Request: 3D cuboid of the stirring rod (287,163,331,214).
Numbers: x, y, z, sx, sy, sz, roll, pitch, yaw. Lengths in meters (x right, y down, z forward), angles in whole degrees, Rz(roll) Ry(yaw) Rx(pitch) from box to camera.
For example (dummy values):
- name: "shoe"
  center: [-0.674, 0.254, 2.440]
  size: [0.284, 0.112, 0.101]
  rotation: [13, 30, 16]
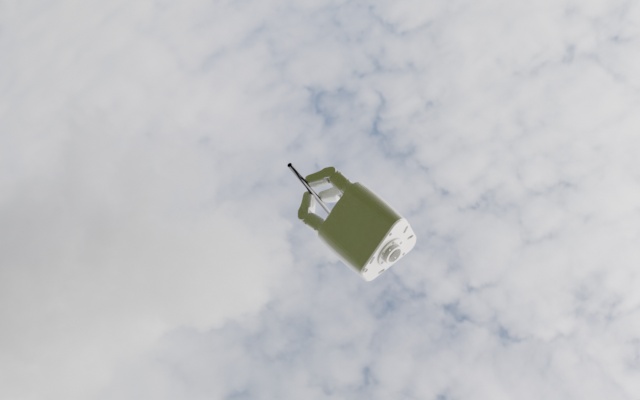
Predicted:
- name: "stirring rod"
  center: [0.000, 0.003, 0.836]
  size: [0.011, 0.011, 0.240]
  rotation: [0, -29, 27]
